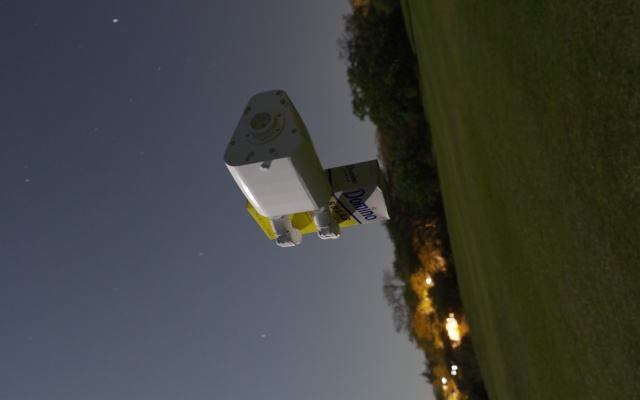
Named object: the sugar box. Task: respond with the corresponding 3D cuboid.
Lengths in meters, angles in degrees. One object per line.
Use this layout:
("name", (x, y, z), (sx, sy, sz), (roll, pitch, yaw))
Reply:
("sugar box", (0.000, 0.003, 0.642), (0.176, 0.048, 0.093), (-9, -33, 14))
